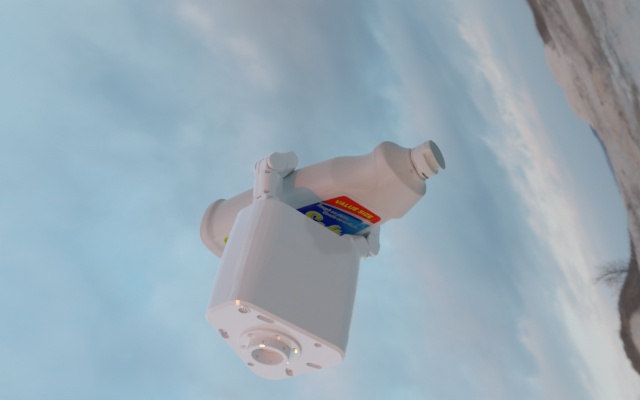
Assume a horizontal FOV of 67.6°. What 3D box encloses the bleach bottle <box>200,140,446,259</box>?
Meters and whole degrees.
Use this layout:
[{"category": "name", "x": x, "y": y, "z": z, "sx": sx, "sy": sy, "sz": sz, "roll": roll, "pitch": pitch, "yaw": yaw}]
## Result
[{"category": "bleach bottle", "x": 0.000, "y": 0.002, "z": 0.478, "sx": 0.251, "sy": 0.068, "sz": 0.103, "roll": -26, "pitch": -54, "yaw": 30}]
